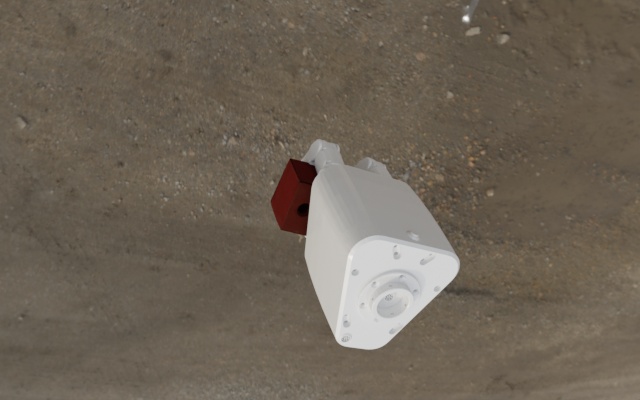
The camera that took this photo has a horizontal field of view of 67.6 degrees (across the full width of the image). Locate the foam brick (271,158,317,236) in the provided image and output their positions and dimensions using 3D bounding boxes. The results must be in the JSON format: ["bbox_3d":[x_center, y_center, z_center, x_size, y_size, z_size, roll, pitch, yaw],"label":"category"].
[{"bbox_3d":[0.000,0.001,0.456,0.078,0.053,0.051,14,26,-22],"label":"foam brick"}]
